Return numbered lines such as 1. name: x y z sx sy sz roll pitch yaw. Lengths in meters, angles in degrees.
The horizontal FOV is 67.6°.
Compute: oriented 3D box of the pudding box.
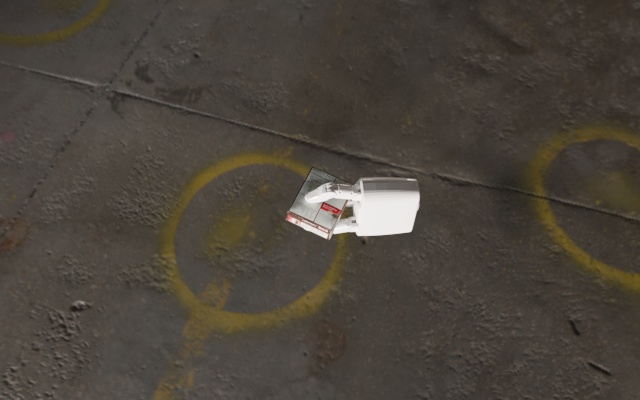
1. pudding box: 0.000 0.003 0.885 0.090 0.113 0.039 24 -30 6
